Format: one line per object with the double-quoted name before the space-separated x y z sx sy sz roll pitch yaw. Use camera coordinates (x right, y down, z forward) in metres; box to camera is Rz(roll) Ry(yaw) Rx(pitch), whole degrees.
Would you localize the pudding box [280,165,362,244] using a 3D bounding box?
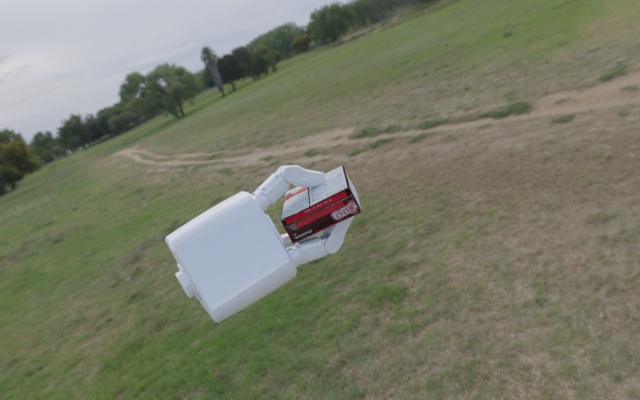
"pudding box" 0.000 0.002 0.591 0.090 0.039 0.113 -25 18 7
